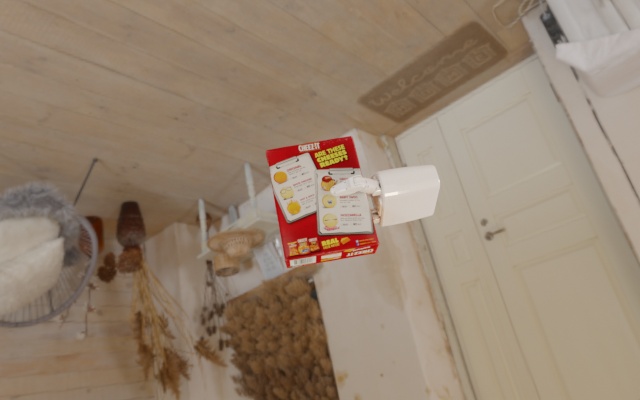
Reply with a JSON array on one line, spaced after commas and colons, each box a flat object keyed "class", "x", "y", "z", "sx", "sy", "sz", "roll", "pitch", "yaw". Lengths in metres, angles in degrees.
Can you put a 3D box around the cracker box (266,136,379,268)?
[{"class": "cracker box", "x": 0.000, "y": 0.003, "z": 0.861, "sx": 0.164, "sy": 0.213, "sz": 0.072, "roll": -10, "pitch": -22, "yaw": -5}]
